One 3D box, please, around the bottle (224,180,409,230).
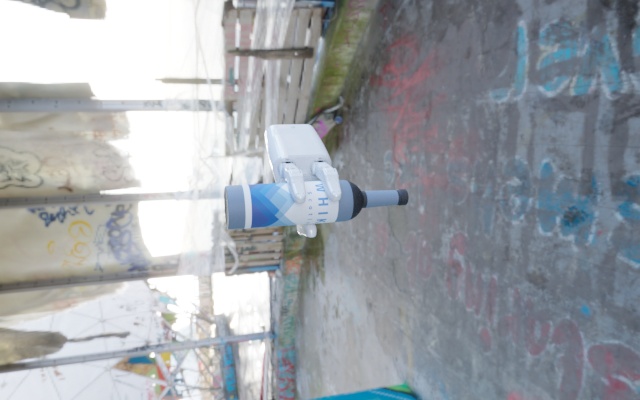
[{"bbox_3d":[0.000,0.003,0.755,0.296,0.069,0.069,-3,1,-16],"label":"bottle"}]
